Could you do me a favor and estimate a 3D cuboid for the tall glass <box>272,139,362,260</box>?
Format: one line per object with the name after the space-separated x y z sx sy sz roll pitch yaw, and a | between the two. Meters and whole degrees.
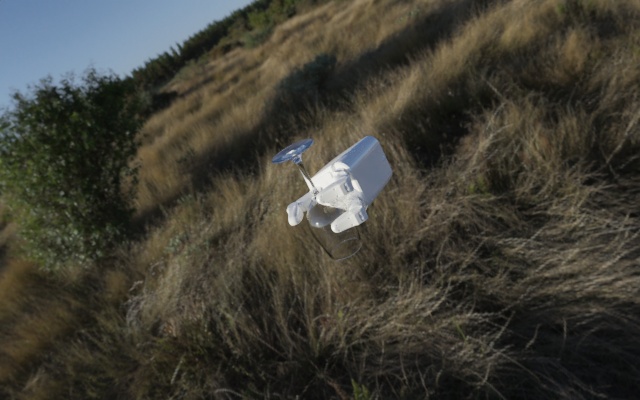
0.000 0.002 0.792 0.079 0.201 0.079 -24 21 10 | tall glass
